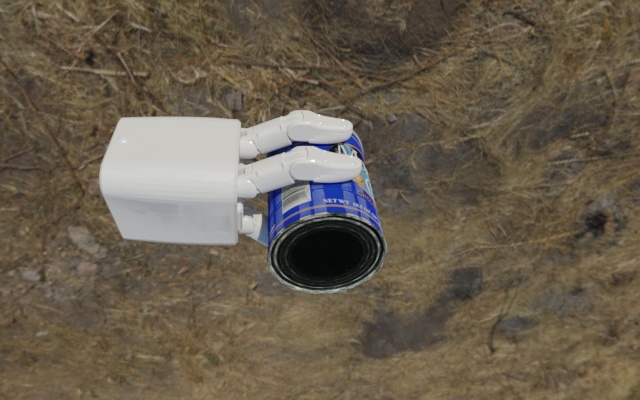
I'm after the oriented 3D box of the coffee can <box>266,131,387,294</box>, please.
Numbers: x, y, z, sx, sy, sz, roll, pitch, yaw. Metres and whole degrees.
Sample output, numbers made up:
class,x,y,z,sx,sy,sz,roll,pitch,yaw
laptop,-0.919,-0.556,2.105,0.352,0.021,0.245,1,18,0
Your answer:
class,x,y,z,sx,sy,sz,roll,pitch,yaw
coffee can,0.000,0.001,0.454,0.103,0.103,0.140,0,42,-7
